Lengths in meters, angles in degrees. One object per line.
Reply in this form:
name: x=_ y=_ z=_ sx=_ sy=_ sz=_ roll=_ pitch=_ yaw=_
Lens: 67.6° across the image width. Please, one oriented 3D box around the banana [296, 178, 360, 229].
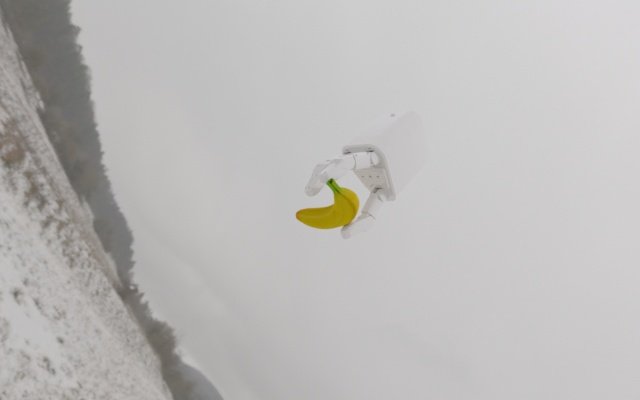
banana: x=0.015 y=0.014 z=0.737 sx=0.069 sy=0.037 sz=0.198 roll=42 pitch=-24 yaw=-2
